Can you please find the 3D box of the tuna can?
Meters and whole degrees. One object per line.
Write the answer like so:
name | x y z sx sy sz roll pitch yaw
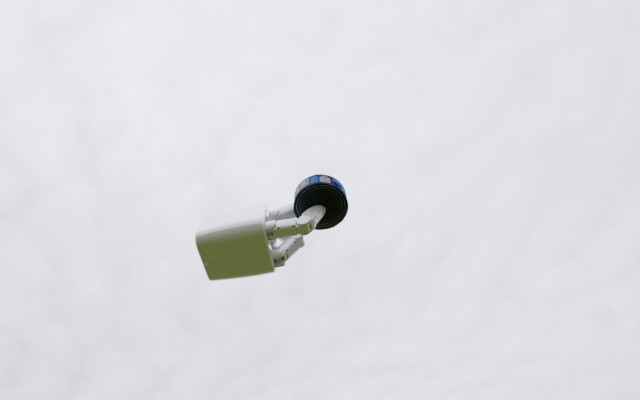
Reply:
tuna can | 0.000 0.002 0.754 0.086 0.086 0.033 0 31 -2
